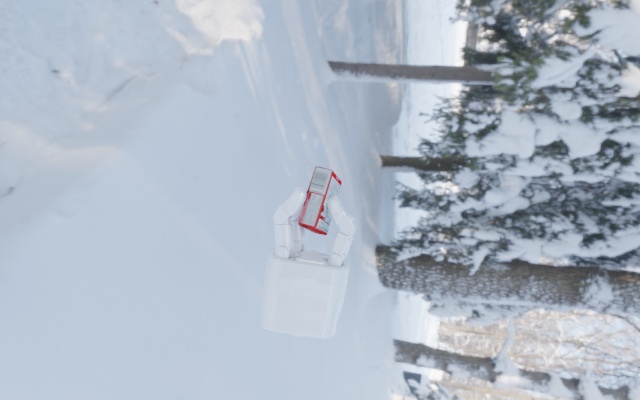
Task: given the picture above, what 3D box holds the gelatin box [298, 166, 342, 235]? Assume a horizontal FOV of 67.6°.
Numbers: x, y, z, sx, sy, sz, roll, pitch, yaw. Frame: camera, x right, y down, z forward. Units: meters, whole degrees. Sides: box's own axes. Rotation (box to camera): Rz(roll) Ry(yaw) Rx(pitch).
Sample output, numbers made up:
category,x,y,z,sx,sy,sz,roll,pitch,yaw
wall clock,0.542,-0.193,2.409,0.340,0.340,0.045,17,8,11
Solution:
category,x,y,z,sx,sy,sz,roll,pitch,yaw
gelatin box,0.001,0.002,0.696,0.030,0.089,0.073,15,-6,16
